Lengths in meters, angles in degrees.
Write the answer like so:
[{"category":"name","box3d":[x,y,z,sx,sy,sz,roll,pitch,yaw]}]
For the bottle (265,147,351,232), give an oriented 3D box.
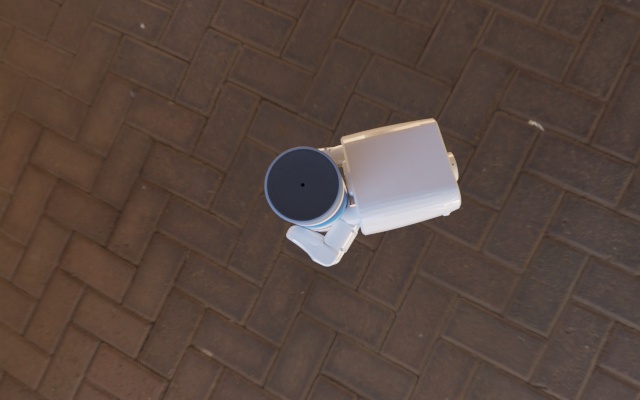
[{"category":"bottle","box3d":[0.000,0.002,0.549,0.069,0.069,0.296,0,-6,6]}]
